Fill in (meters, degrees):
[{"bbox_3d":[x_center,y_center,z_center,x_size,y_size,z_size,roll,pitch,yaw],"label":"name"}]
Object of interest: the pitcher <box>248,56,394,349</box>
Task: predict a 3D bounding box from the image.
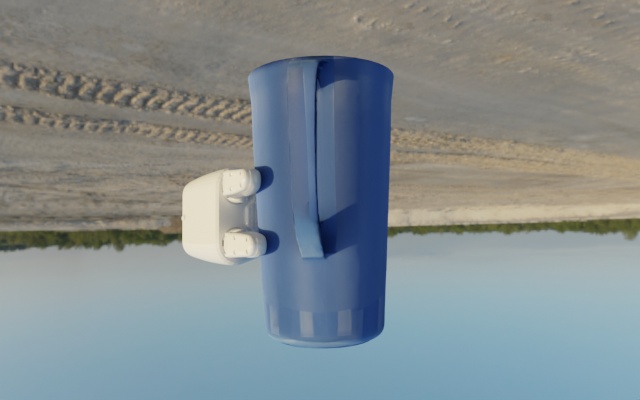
[{"bbox_3d":[0.000,0.001,0.427,0.149,0.243,0.145,1,-3,-38],"label":"pitcher"}]
